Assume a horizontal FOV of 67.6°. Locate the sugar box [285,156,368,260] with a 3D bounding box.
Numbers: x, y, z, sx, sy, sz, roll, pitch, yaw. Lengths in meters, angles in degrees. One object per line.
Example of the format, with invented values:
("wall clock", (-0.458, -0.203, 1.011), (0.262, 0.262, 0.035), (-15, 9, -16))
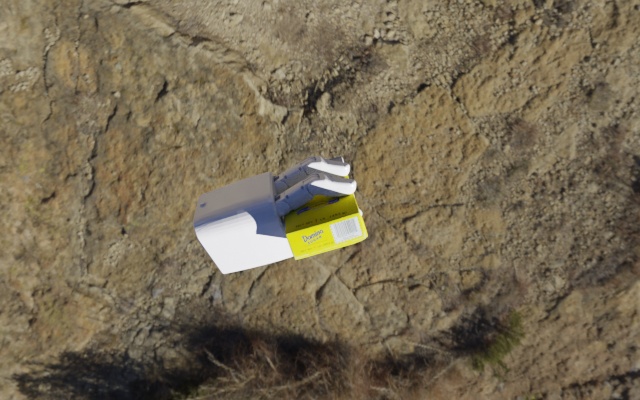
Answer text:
("sugar box", (0.000, 0.002, 0.635), (0.093, 0.048, 0.176), (-16, 30, 2))
